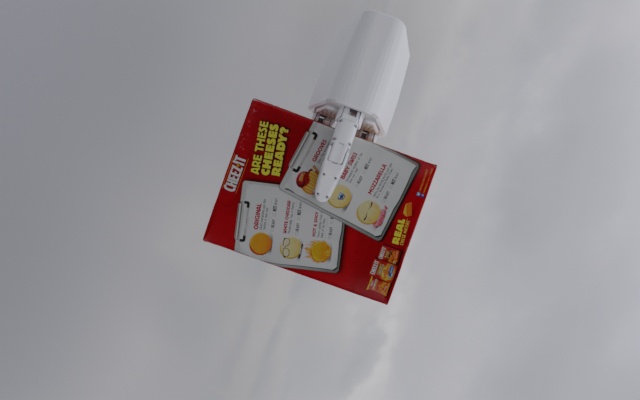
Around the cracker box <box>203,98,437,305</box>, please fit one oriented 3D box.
[{"bbox_3d":[0.000,0.002,0.542,0.214,0.164,0.072,20,-1,-2],"label":"cracker box"}]
